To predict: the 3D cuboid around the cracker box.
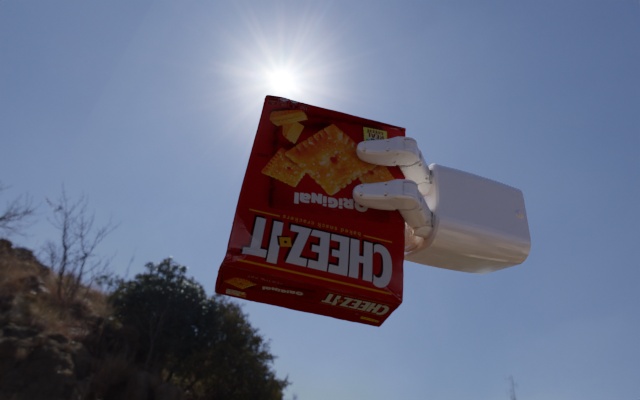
[{"bbox_3d":[0.000,0.002,0.486,0.164,0.213,0.072,13,-36,-7],"label":"cracker box"}]
